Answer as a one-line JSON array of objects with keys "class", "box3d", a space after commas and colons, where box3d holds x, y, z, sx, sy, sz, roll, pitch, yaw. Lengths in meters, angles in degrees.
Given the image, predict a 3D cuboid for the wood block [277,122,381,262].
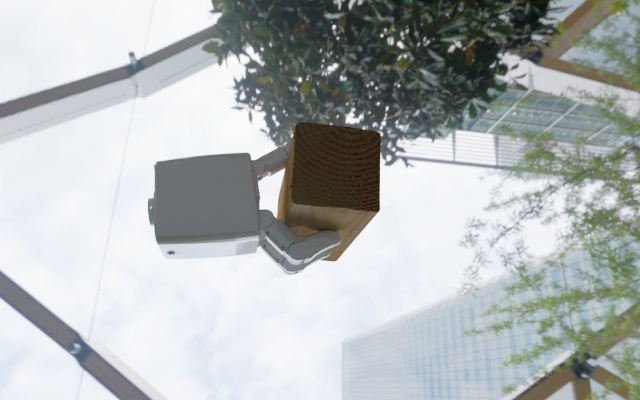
[{"class": "wood block", "box3d": [0.000, 0.002, 0.561, 0.090, 0.090, 0.206, 6, -21, -8]}]
